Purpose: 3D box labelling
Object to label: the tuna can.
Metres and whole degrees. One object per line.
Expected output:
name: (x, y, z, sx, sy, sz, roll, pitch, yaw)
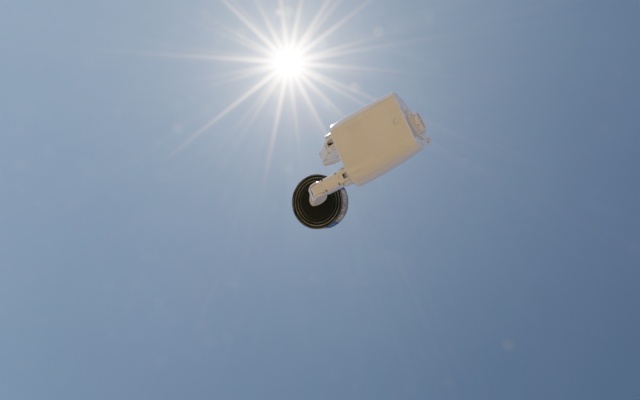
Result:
tuna can: (0.000, 0.003, 0.755, 0.086, 0.086, 0.034, 0, -2, 25)
